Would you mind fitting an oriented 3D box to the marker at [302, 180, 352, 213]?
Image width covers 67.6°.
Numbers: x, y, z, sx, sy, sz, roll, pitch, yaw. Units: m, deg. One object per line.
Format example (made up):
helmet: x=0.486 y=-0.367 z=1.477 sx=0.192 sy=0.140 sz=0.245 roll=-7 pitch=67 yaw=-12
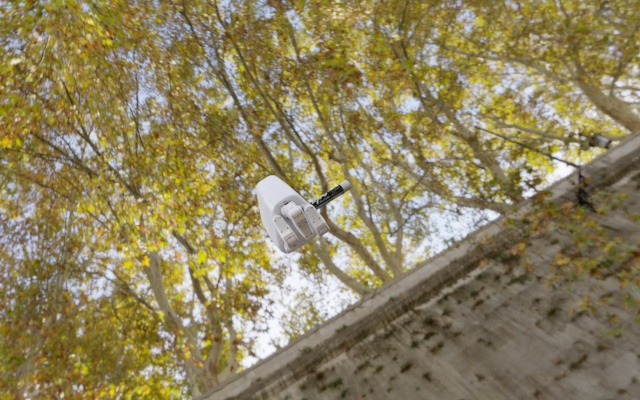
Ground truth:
marker: x=0.000 y=0.003 z=0.839 sx=0.121 sy=0.020 sz=0.020 roll=-32 pitch=6 yaw=-11
